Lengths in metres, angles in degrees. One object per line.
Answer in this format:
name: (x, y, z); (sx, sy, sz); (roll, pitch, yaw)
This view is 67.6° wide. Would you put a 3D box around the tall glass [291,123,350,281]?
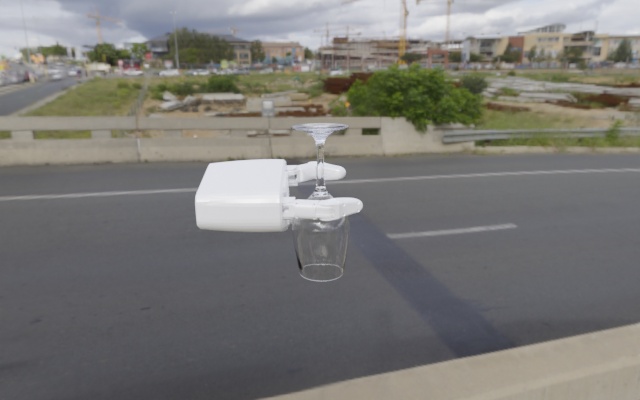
tall glass: (0.000, 0.001, 0.630); (0.079, 0.201, 0.079); (-1, 14, 0)
